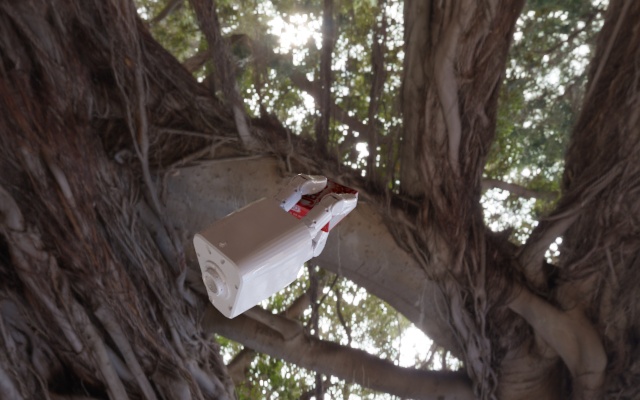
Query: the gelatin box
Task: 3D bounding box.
[{"bbox_3d":[0.000,0.002,0.662,0.073,0.030,0.089,22,34,22],"label":"gelatin box"}]
